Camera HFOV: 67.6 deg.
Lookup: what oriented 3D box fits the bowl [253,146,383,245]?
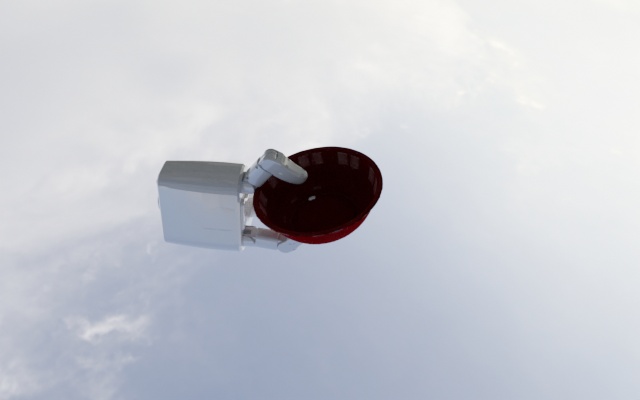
[{"bbox_3d":[0.001,0.002,0.598,0.162,0.055,0.162,-8,42,7],"label":"bowl"}]
